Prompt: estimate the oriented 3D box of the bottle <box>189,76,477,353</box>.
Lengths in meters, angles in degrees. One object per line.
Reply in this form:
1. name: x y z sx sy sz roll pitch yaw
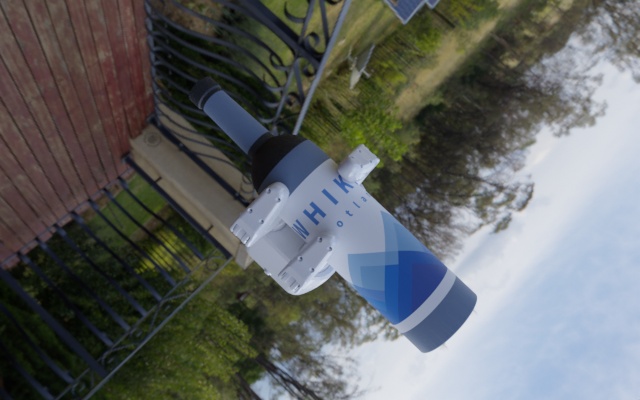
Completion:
1. bottle: 0.000 0.001 0.409 0.295 0.069 0.069 43 4 5
